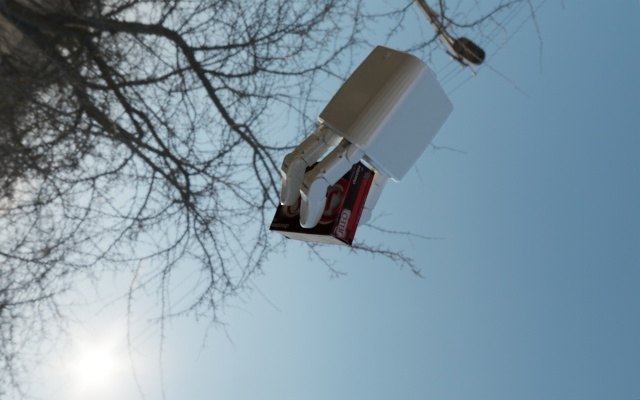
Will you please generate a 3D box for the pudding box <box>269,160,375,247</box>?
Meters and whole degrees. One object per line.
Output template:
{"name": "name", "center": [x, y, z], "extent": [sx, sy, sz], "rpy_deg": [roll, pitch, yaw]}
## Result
{"name": "pudding box", "center": [0.000, 0.002, 0.543], "extent": [0.039, 0.090, 0.113], "rpy_deg": [32, -21, -35]}
